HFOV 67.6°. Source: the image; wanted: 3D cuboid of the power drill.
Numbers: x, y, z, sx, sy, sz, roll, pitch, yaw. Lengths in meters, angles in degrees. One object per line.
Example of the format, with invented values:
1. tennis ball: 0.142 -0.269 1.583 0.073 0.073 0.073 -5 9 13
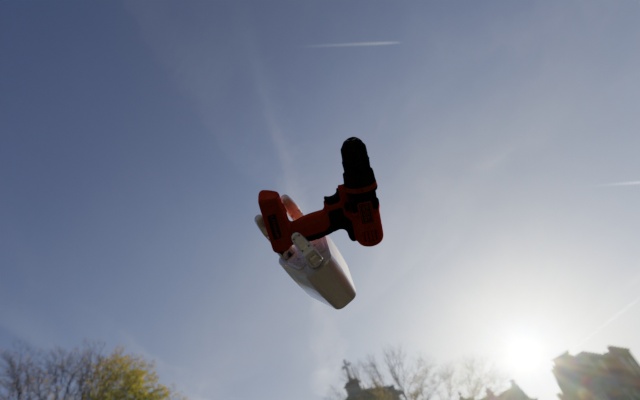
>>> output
1. power drill: 0.000 0.003 0.761 0.187 0.184 0.057 -12 20 4
